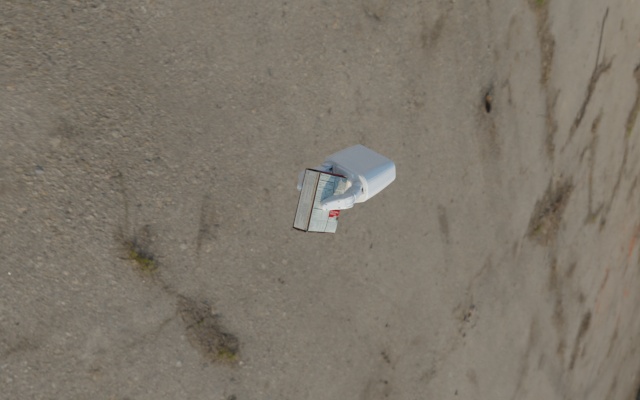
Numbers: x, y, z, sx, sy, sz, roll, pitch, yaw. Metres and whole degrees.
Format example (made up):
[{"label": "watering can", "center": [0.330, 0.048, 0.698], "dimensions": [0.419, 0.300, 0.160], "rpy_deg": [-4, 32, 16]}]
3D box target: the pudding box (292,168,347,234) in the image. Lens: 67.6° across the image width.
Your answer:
[{"label": "pudding box", "center": [0.000, 0.003, 0.869], "dimensions": [0.039, 0.113, 0.090], "rpy_deg": [13, 3, 37]}]
